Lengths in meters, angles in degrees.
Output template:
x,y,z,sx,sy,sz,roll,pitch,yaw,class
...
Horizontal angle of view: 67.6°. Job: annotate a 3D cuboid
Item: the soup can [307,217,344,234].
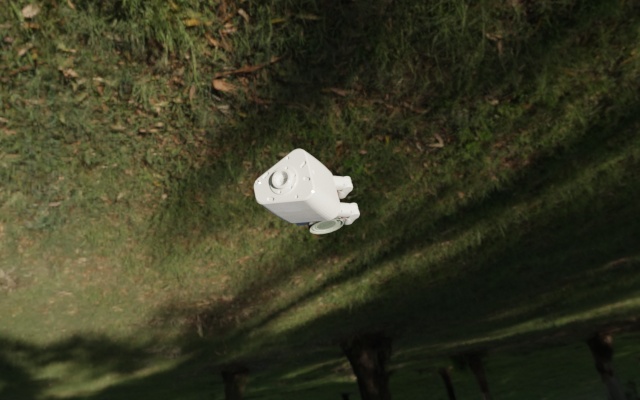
x,y,z,sx,sy,sz,roll,pitch,yaw,class
0.000,0.003,0.888,0.068,0.102,0.068,-12,-24,-5,soup can
